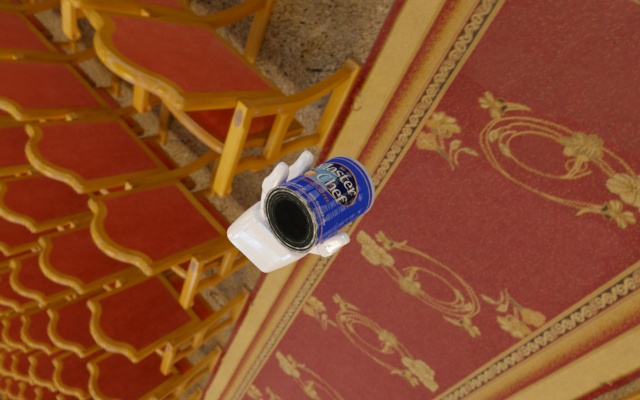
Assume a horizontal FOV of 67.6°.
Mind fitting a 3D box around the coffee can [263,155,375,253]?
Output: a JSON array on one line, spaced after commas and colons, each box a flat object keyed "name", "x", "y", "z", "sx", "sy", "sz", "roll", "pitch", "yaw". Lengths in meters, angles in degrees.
[{"name": "coffee can", "x": 0.000, "y": 0.002, "z": 0.712, "sx": 0.103, "sy": 0.103, "sz": 0.140, "roll": 0, "pitch": 22, "yaw": 43}]
